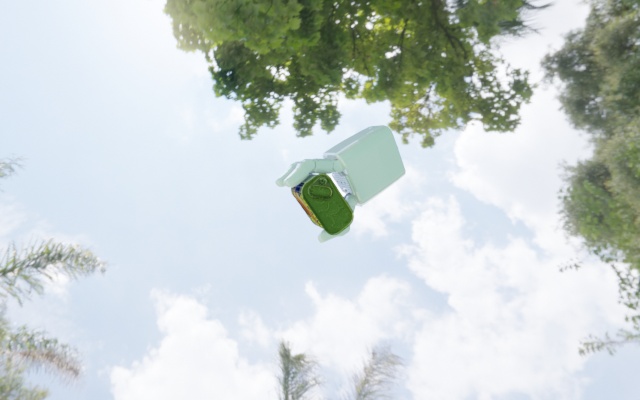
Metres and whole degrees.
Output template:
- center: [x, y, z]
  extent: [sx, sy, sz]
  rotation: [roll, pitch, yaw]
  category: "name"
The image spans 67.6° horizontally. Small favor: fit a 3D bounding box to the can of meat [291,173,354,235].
- center: [0.000, 0.003, 0.807]
  extent: [0.057, 0.102, 0.084]
  rotation: [-37, 16, -11]
  category: "can of meat"
